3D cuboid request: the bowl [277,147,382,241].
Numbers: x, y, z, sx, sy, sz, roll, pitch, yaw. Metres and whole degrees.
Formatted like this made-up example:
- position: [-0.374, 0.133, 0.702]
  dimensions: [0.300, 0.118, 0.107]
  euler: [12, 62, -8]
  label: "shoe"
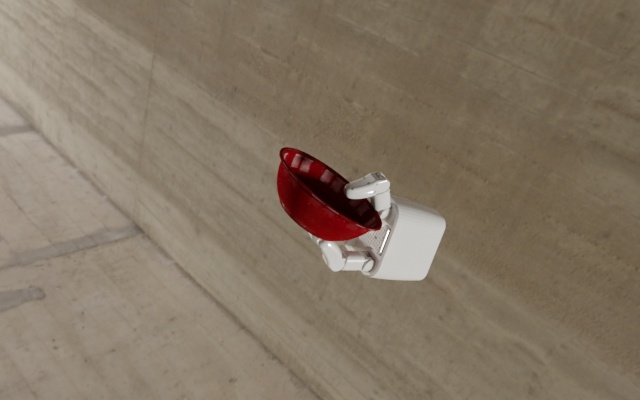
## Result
- position: [-0.001, 0.002, 0.613]
  dimensions: [0.162, 0.055, 0.162]
  euler: [35, 17, -12]
  label: "bowl"
